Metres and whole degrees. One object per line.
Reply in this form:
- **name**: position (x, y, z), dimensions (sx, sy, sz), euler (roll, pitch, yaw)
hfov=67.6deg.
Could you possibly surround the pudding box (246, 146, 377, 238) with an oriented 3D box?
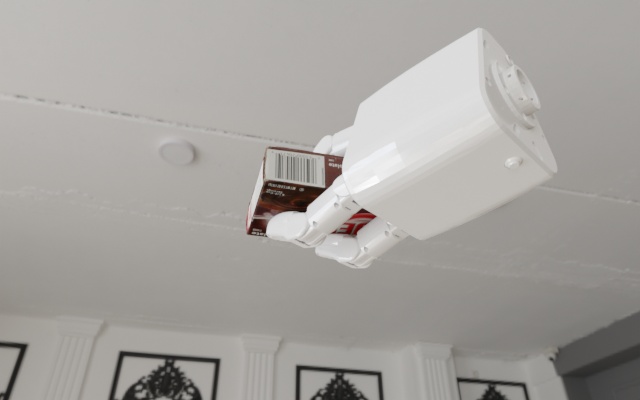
- **pudding box**: position (0.000, 0.001, 0.403), dimensions (0.113, 0.039, 0.090), euler (10, -34, -12)
